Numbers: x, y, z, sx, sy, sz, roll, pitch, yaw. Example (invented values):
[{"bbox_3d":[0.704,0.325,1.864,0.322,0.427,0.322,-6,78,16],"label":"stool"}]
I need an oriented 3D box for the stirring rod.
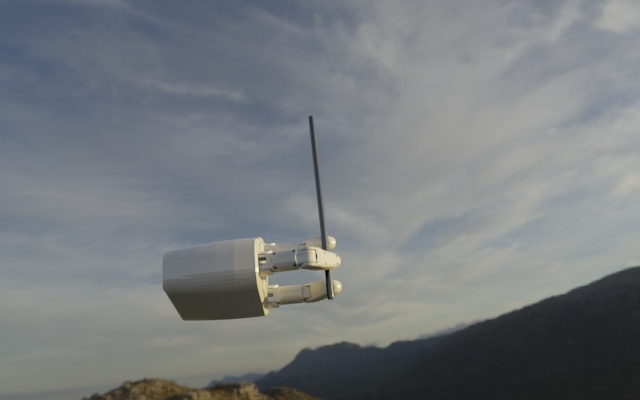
[{"bbox_3d":[0.000,0.002,0.596,0.011,0.239,0.011,-6,-19,-2],"label":"stirring rod"}]
